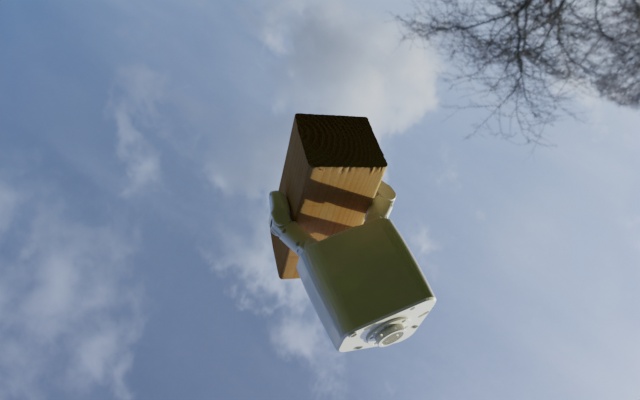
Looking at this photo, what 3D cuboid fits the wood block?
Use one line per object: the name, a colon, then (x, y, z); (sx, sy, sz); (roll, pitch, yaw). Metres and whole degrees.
wood block: (0.000, 0.002, 0.594); (0.091, 0.090, 0.206); (0, -42, -17)
